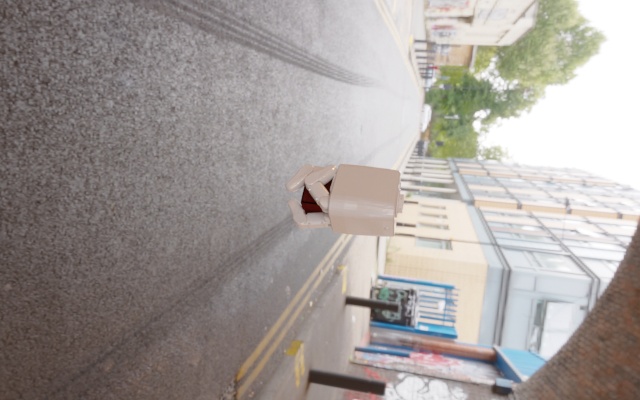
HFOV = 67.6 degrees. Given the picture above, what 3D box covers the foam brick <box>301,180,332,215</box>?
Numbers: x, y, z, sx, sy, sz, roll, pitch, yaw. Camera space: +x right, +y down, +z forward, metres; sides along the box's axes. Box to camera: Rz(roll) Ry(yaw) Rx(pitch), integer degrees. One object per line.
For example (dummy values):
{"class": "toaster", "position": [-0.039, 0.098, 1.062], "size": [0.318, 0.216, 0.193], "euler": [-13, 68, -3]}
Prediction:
{"class": "foam brick", "position": [0.000, 0.003, 0.841], "size": [0.051, 0.053, 0.078], "euler": [6, -28, 11]}
